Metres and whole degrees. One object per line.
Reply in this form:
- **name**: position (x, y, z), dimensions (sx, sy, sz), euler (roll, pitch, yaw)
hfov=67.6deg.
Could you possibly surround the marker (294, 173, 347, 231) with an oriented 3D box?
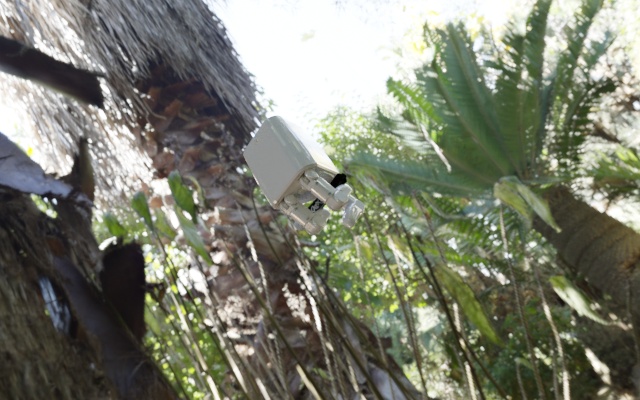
- **marker**: position (0.000, 0.002, 0.721), dimensions (0.020, 0.020, 0.121), euler (0, -40, -48)
